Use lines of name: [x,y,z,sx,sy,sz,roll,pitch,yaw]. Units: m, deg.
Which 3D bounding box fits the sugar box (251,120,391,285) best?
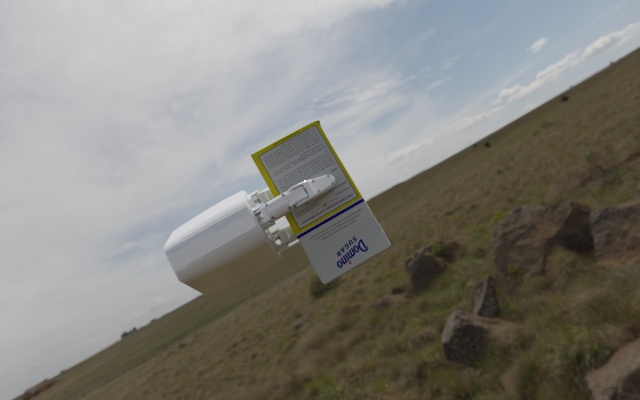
sugar box: [0.000,0.002,0.573,0.093,0.176,0.048,-29,-4,-3]
